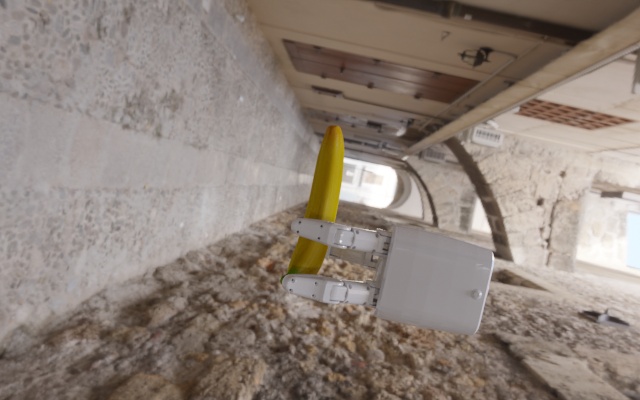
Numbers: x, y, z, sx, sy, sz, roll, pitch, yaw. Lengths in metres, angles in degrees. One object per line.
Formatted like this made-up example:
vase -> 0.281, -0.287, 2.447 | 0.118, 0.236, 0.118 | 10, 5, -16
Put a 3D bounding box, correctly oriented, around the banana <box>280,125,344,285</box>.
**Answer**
banana -> -0.001, 0.012, 0.542 | 0.037, 0.197, 0.070 | 12, -23, 6
